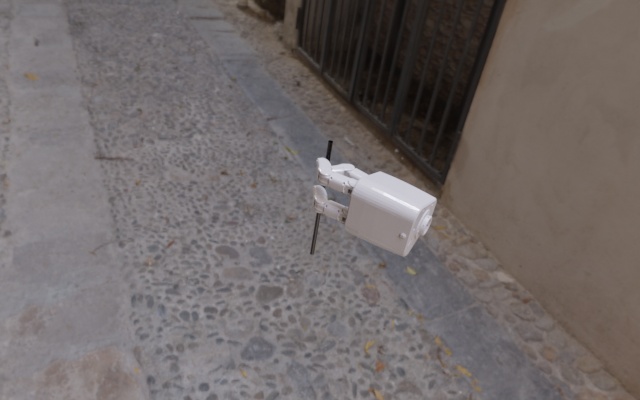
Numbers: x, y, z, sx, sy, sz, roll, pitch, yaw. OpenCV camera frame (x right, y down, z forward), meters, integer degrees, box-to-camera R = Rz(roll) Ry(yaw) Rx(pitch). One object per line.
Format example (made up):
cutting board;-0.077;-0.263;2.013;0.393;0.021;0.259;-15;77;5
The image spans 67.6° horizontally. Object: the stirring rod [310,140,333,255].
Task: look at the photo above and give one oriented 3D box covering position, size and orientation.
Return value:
stirring rod;0.000;0.003;0.834;0.011;0.240;0.011;6;35;-4
